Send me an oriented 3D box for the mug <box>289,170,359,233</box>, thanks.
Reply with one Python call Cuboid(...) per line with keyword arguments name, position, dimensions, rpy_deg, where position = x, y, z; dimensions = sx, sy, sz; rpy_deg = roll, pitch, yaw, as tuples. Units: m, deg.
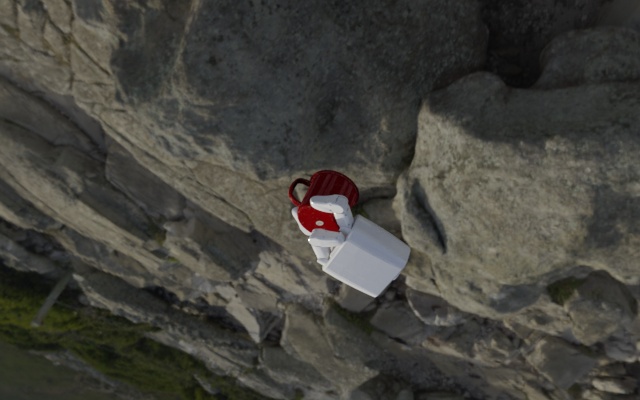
Cuboid(name="mug", position=(-0.001, 0.002, 0.816), dimensions=(0.117, 0.081, 0.093), rpy_deg=(29, -39, -4))
